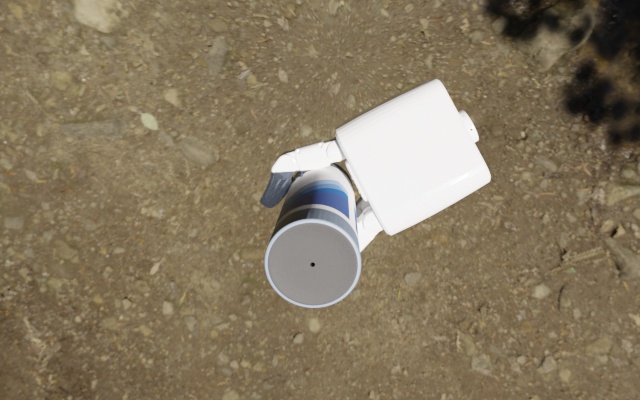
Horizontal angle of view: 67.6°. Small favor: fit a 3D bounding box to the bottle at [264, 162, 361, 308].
[{"bbox_3d":[0.000,0.002,0.466,0.069,0.069,0.295,0,17,2],"label":"bottle"}]
